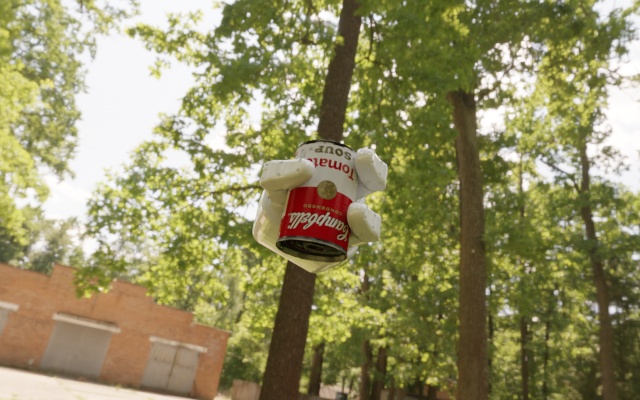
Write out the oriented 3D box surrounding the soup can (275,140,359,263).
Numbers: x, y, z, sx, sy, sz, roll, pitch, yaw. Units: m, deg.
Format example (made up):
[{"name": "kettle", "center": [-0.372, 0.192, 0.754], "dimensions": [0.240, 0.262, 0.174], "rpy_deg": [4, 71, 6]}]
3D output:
[{"name": "soup can", "center": [0.000, 0.001, 0.461], "dimensions": [0.068, 0.102, 0.068], "rpy_deg": [9, -21, 4]}]
